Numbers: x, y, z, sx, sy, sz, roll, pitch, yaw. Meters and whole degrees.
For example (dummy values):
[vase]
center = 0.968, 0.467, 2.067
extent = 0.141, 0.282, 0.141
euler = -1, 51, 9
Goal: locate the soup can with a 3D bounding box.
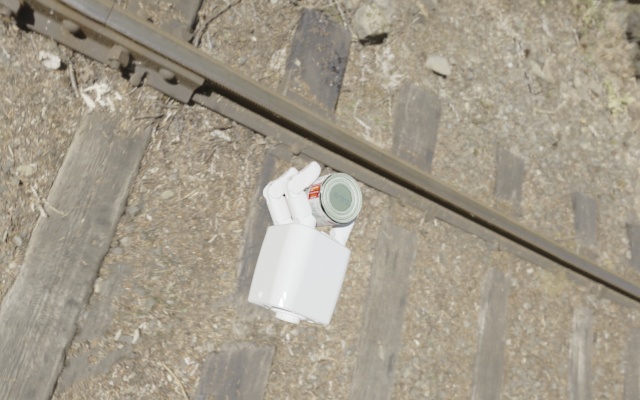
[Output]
[soup can]
center = 0.000, 0.002, 0.649
extent = 0.068, 0.068, 0.102
euler = 0, -6, -33
